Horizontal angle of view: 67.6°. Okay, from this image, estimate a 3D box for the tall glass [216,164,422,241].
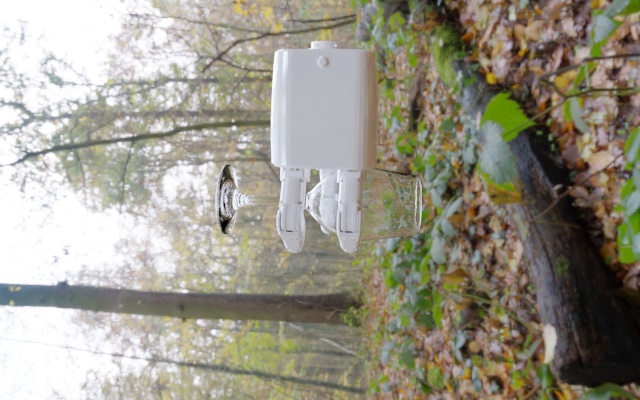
[{"bbox_3d":[-0.001,0.002,0.494,0.201,0.079,0.079,2,0,5],"label":"tall glass"}]
